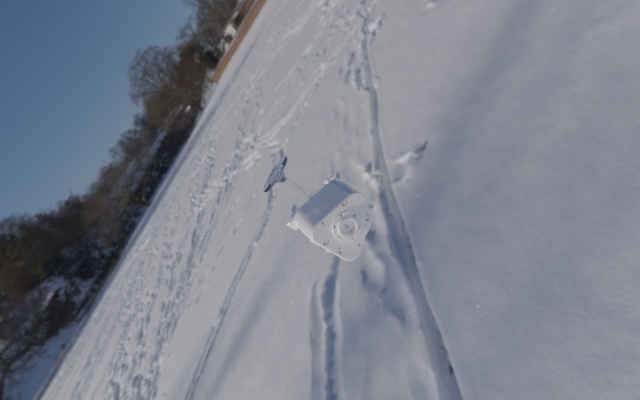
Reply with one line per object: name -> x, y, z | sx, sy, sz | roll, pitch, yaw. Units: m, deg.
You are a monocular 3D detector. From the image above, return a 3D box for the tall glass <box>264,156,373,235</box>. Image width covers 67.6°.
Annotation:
tall glass -> 0.000, 0.002, 0.873 | 0.201, 0.079, 0.079 | 32, -11, -19
